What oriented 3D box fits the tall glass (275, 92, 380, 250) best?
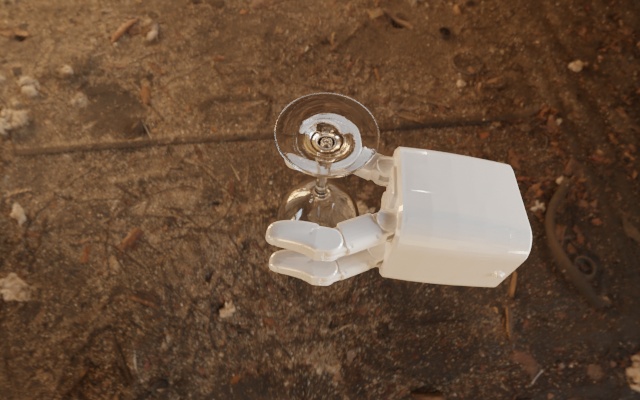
[{"bbox_3d":[0.000,0.001,0.420,0.079,0.079,0.201,0,-29,-4],"label":"tall glass"}]
